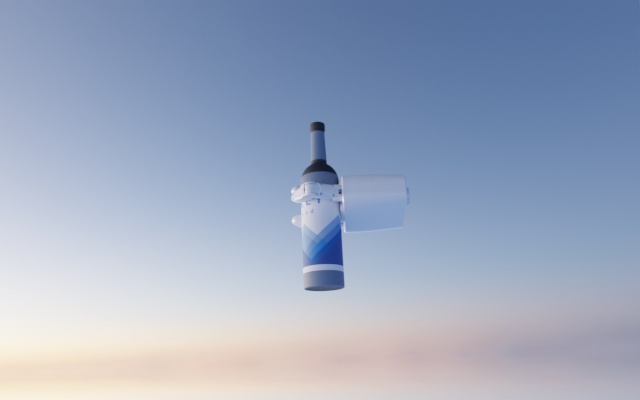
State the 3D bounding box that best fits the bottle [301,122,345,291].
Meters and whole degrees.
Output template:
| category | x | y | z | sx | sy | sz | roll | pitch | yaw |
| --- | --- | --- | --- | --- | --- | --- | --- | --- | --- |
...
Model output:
| category | x | y | z | sx | sy | sz | roll | pitch | yaw |
| --- | --- | --- | --- | --- | --- | --- | --- | --- | --- |
| bottle | 0.000 | 0.003 | 0.816 | 0.069 | 0.295 | 0.069 | -2 | -18 | -1 |
